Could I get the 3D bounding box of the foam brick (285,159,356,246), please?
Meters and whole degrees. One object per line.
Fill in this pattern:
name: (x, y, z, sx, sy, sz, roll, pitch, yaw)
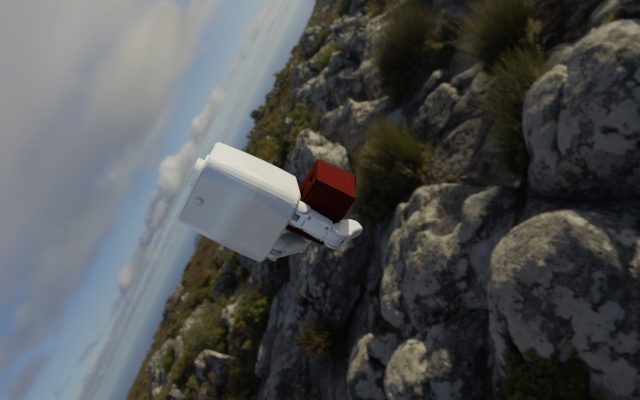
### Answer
foam brick: (0.000, 0.002, 0.553, 0.051, 0.078, 0.053, 27, 28, -13)
